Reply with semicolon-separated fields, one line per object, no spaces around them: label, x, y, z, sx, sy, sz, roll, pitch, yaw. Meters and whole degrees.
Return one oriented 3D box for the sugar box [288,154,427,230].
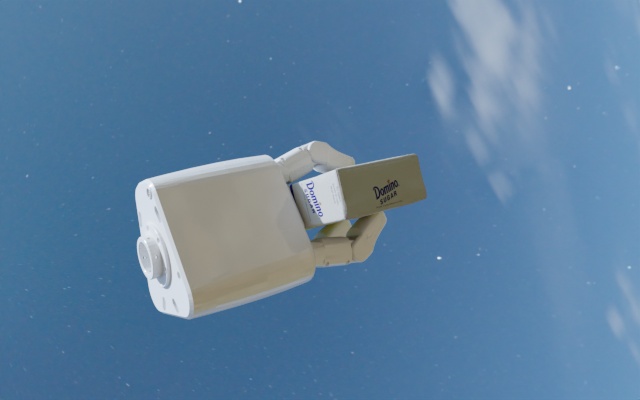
sugar box;0.000;0.002;0.441;0.093;0.048;0.176;-13;1;-36
